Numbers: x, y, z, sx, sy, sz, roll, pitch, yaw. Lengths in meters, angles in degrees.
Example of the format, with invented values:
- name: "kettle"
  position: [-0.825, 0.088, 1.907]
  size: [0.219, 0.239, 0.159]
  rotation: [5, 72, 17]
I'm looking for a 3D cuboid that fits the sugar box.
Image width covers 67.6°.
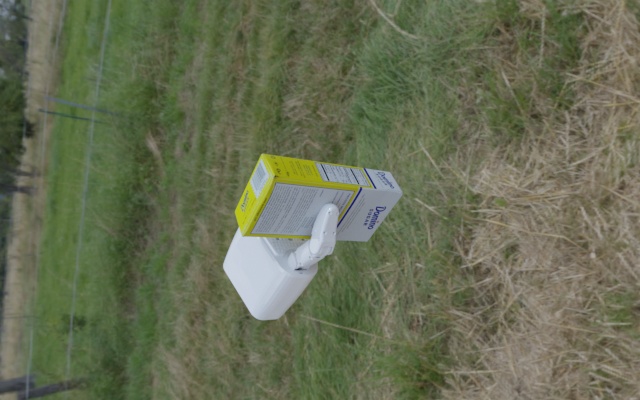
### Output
- name: "sugar box"
  position: [0.000, 0.002, 0.558]
  size: [0.176, 0.048, 0.093]
  rotation: [4, -46, -34]
